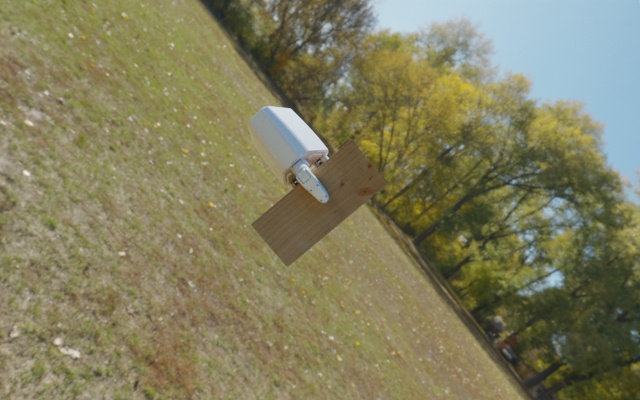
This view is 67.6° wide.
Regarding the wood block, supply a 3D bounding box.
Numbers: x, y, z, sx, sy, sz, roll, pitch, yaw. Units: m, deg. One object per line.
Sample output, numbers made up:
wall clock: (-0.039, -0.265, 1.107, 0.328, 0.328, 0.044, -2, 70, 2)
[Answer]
wood block: (0.000, 0.002, 0.779, 0.206, 0.090, 0.091, -40, 2, 6)
